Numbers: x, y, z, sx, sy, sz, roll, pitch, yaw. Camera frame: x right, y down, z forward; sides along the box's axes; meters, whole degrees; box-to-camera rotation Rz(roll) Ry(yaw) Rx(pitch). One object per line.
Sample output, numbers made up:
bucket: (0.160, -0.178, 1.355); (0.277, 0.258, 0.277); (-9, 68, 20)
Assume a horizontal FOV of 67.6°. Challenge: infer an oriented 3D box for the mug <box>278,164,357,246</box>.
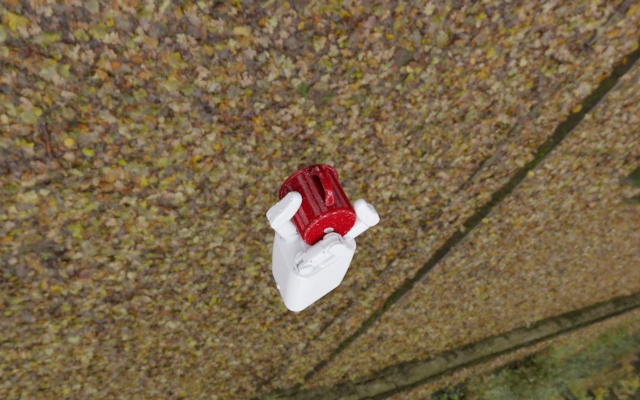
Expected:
mug: (0.000, 0.001, 0.656); (0.093, 0.081, 0.117); (-14, -35, -20)
